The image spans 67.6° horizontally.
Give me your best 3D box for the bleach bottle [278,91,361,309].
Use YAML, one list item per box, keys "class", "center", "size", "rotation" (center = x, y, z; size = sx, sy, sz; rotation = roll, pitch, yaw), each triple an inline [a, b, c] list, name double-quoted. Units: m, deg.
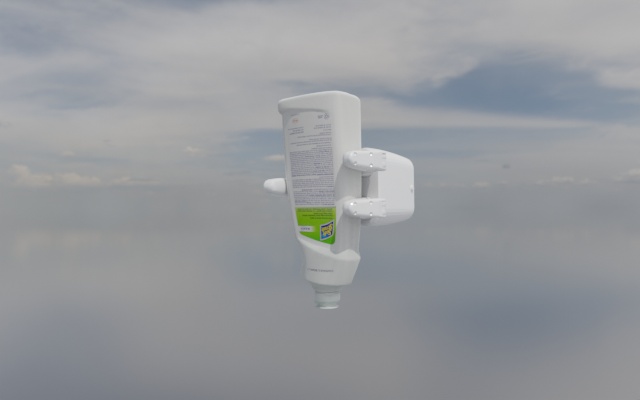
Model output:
- class: "bleach bottle"
  center: [0.000, 0.002, 0.578]
  size: [0.102, 0.251, 0.068]
  rotation: [-1, -1, 37]
